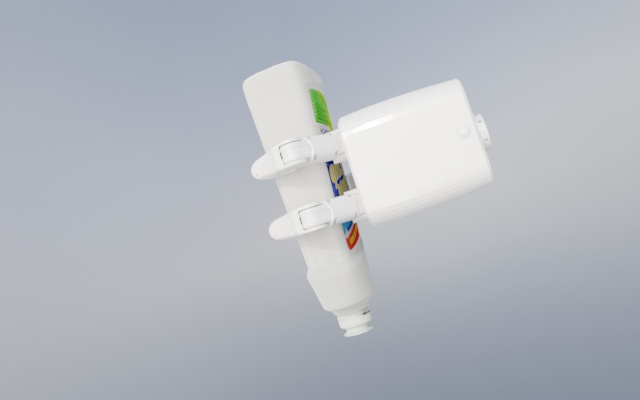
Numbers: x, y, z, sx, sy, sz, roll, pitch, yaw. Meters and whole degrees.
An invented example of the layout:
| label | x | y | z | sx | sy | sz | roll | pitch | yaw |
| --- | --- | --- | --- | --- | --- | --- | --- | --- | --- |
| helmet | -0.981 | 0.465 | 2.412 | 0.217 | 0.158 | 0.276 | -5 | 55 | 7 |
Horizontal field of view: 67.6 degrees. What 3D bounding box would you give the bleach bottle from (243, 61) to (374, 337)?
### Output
| label | x | y | z | sx | sy | sz | roll | pitch | yaw |
| --- | --- | --- | --- | --- | --- | --- | --- | --- | --- |
| bleach bottle | 0.000 | 0.001 | 0.458 | 0.068 | 0.251 | 0.102 | -19 | -5 | 15 |
